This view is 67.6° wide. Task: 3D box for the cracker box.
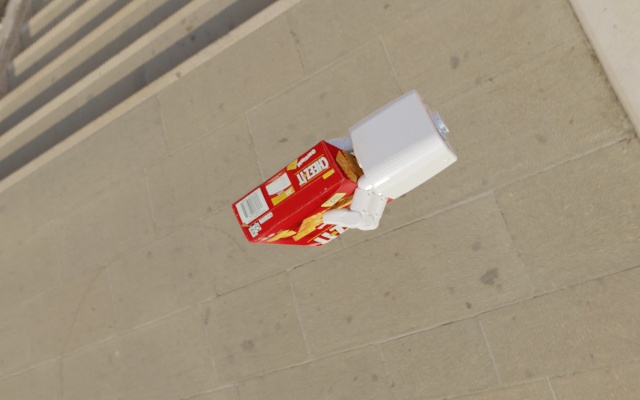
[{"bbox_3d":[0.000,0.002,0.711,0.164,0.072,0.214,-34,-20,19],"label":"cracker box"}]
